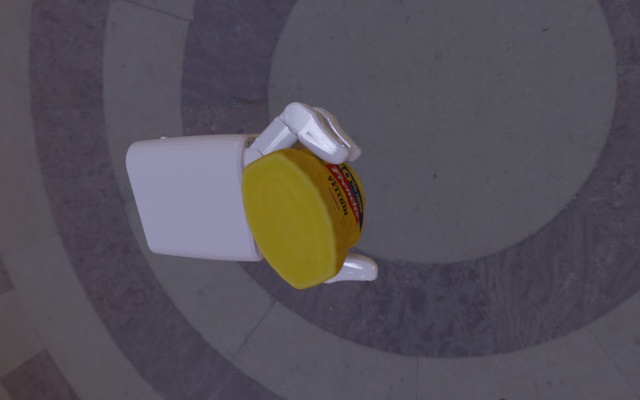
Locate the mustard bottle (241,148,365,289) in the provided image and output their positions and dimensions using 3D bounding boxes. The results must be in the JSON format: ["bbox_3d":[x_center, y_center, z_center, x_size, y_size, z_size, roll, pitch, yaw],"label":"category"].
[{"bbox_3d":[0.000,0.001,0.407,0.058,0.096,0.191,-25,2,16],"label":"mustard bottle"}]
